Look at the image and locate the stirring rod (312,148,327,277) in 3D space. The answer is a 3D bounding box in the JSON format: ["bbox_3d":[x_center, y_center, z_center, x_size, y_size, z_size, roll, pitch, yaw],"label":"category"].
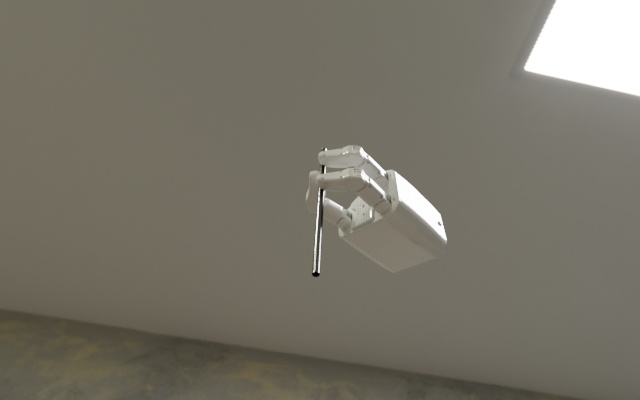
[{"bbox_3d":[0.000,0.002,0.577,0.011,0.011,0.239,0,37,3],"label":"stirring rod"}]
